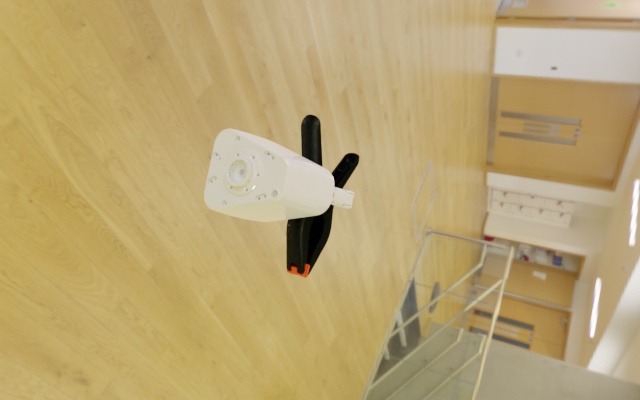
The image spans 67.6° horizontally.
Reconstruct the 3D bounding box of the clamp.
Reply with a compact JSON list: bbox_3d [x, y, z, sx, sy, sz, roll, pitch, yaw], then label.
[{"bbox_3d":[0.001,0.003,0.670,0.036,0.210,0.164,11,-2,28],"label":"clamp"}]
